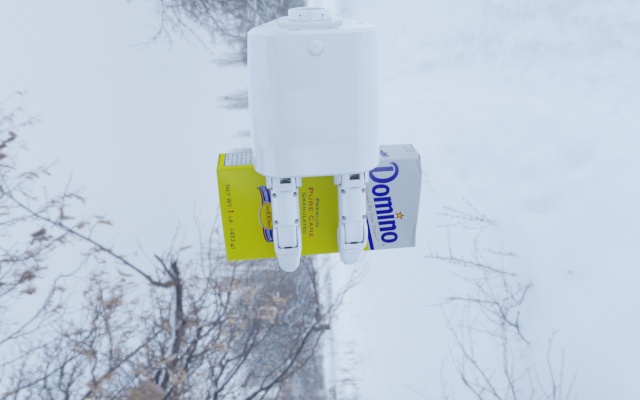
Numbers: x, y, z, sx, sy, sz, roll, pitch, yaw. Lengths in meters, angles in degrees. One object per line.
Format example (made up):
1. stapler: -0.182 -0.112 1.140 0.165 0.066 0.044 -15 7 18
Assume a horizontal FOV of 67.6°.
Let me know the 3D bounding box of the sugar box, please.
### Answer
1. sugar box: 0.000 0.002 0.433 0.176 0.093 0.048 -3 26 -4
